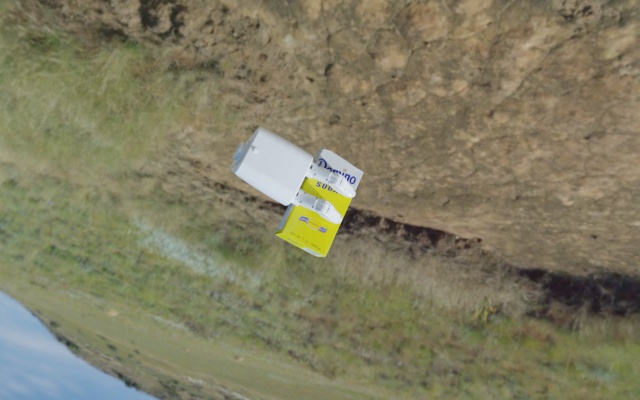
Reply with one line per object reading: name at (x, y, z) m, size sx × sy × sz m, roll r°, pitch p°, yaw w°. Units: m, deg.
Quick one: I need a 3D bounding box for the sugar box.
sugar box at (0.000, 0.003, 0.850) m, size 0.093 × 0.176 × 0.048 m, roll 30°, pitch -16°, yaw -17°
